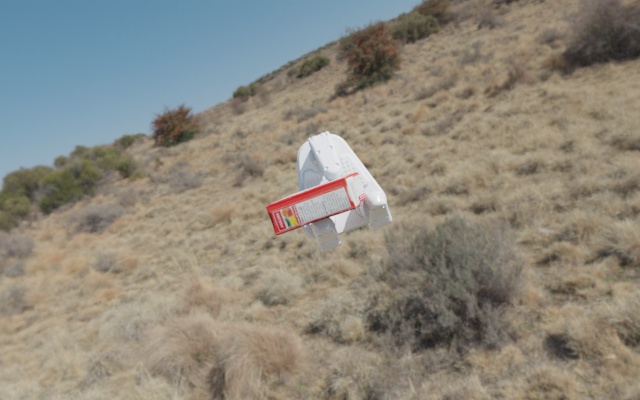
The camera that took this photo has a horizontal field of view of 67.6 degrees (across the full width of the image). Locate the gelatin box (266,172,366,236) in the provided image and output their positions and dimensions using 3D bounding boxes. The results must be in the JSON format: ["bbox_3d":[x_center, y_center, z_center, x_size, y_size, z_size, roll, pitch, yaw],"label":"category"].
[{"bbox_3d":[0.000,0.001,0.432,0.073,0.030,0.089,-19,2,13],"label":"gelatin box"}]
